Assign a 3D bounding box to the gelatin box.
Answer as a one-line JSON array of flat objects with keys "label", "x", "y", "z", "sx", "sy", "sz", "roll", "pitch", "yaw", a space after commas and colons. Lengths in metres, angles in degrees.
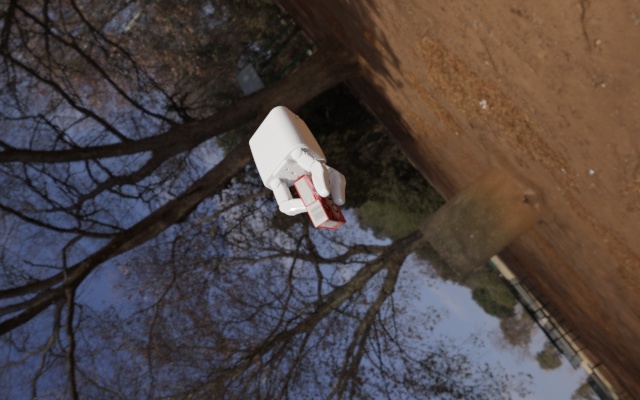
[{"label": "gelatin box", "x": 0.000, "y": 0.003, "z": 0.791, "sx": 0.030, "sy": 0.089, "sz": 0.073, "roll": -33, "pitch": -19, "yaw": 19}]
